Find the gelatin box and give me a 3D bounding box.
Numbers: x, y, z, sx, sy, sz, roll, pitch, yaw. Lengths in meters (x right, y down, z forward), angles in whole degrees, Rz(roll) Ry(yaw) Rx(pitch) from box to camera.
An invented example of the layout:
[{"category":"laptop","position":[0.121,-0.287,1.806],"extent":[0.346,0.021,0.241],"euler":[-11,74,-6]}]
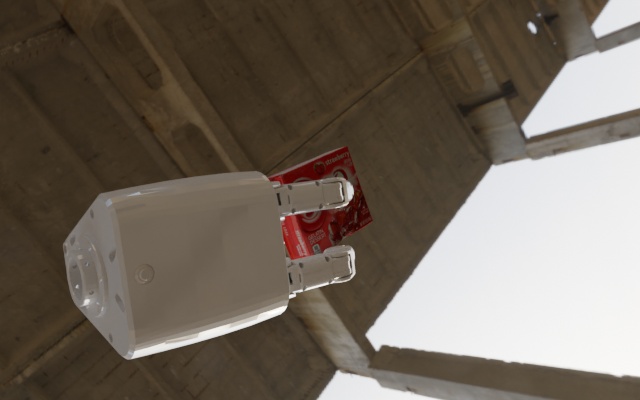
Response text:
[{"category":"gelatin box","position":[0.000,0.001,0.406],"extent":[0.030,0.073,0.089],"euler":[-12,11,44]}]
